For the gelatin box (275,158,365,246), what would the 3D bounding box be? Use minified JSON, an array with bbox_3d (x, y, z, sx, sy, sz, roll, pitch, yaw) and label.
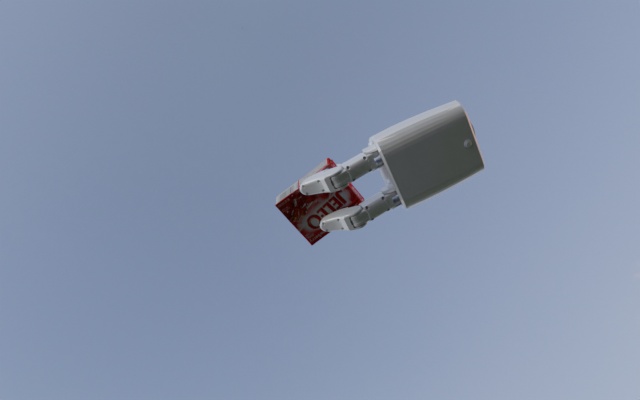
[{"bbox_3d":[0.000,0.002,0.595,0.089,0.073,0.030,-36,19,14],"label":"gelatin box"}]
